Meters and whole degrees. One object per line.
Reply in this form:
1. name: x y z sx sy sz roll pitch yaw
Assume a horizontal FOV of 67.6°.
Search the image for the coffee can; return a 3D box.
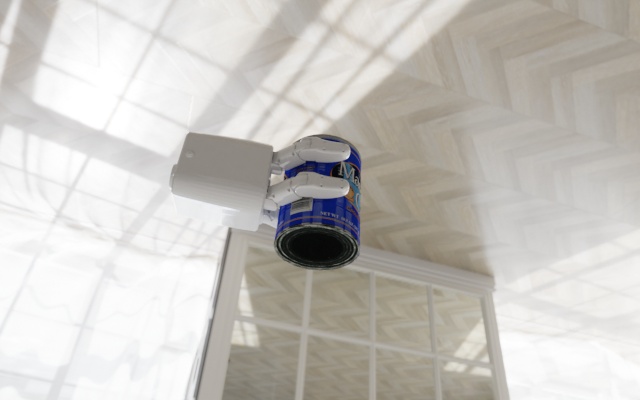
1. coffee can: 0.000 0.002 0.602 0.103 0.140 0.103 3 -37 2
